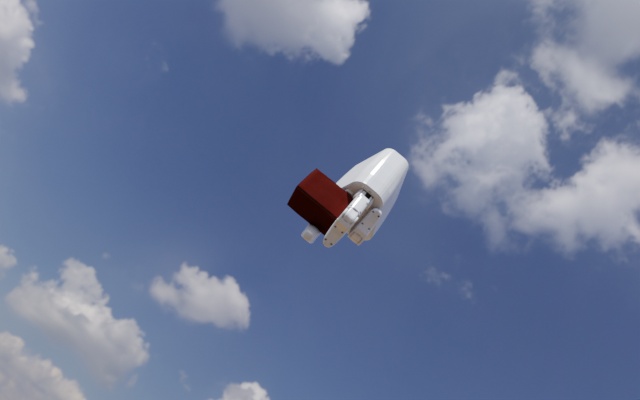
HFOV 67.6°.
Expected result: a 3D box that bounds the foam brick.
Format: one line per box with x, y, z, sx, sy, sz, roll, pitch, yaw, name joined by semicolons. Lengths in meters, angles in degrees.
0.000;0.002;0.706;0.051;0.078;0.053;-49;-3;-37;foam brick
